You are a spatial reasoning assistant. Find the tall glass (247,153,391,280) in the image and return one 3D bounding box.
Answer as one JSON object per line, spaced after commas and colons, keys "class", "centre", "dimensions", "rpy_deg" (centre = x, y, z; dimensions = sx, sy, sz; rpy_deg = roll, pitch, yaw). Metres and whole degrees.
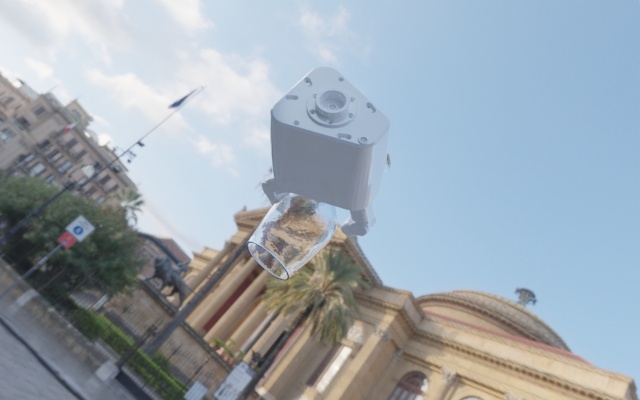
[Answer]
{"class": "tall glass", "centre": [0.001, 0.002, 0.577], "dimensions": [0.201, 0.079, 0.079], "rpy_deg": [-48, 26, -26]}
